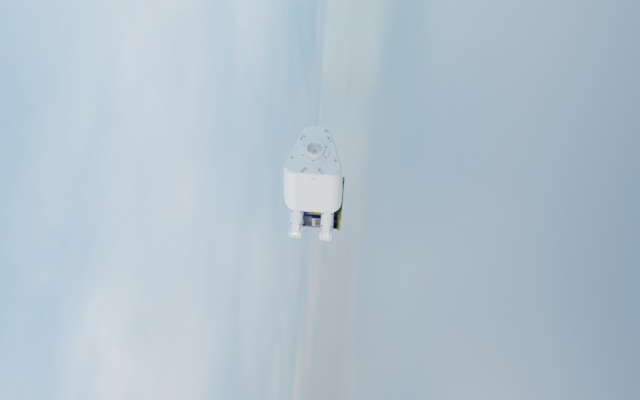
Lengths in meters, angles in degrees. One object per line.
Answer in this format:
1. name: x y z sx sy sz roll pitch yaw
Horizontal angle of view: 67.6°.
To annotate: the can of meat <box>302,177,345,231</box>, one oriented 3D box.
1. can of meat: 0.000 0.003 0.900 0.084 0.102 0.057 5 -30 2
